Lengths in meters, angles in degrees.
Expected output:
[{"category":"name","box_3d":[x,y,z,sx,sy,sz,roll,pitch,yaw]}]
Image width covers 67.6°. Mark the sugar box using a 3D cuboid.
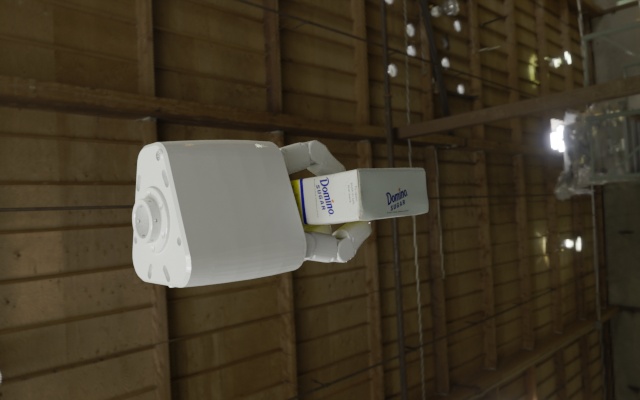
[{"category":"sugar box","box_3d":[0.000,0.002,0.443,0.093,0.048,0.176,-4,0,-44]}]
